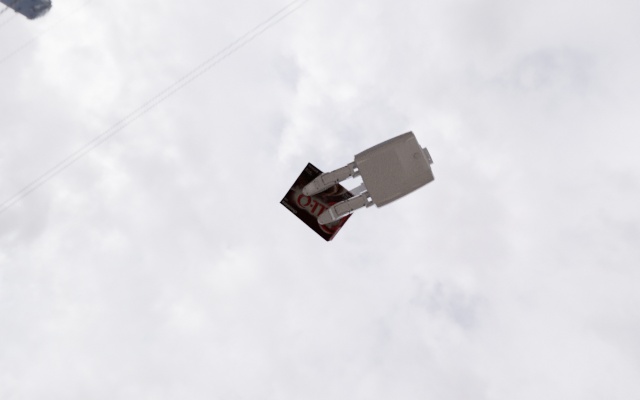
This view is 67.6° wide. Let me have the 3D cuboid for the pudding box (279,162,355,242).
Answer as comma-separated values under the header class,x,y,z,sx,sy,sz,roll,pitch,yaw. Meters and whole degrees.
class,x,y,z,sx,sy,sz,roll,pitch,yaw
pudding box,0.000,0.003,0.823,0.113,0.090,0.039,38,7,15
